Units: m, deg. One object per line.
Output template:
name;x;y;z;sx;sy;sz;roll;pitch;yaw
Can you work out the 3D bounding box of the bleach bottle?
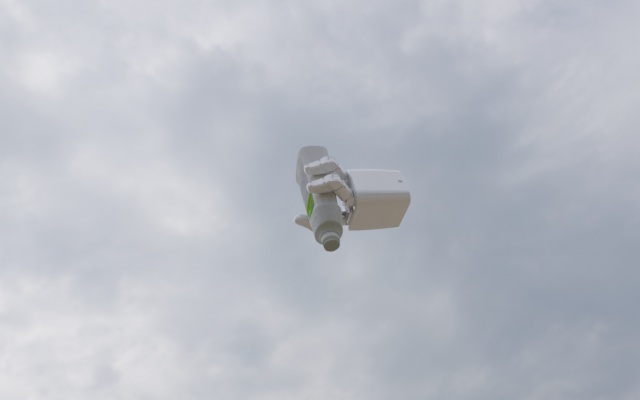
bleach bottle;0.000;0.003;0.892;0.068;0.103;0.250;-2;39;-9
